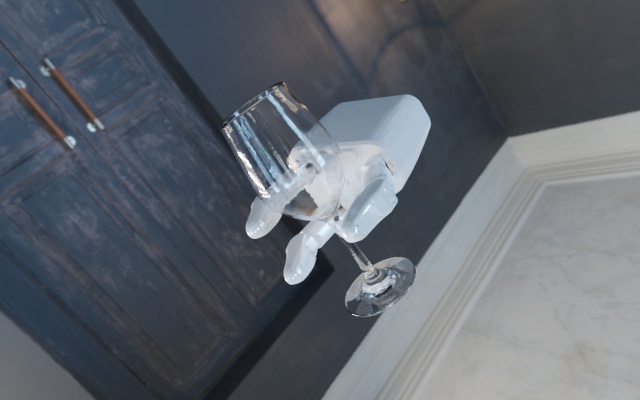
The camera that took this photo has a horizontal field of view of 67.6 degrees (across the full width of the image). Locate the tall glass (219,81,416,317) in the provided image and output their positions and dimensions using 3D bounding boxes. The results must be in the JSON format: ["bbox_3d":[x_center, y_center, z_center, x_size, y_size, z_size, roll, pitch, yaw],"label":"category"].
[{"bbox_3d":[0.000,0.002,0.404,0.079,0.201,0.079,-31,20,12],"label":"tall glass"}]
